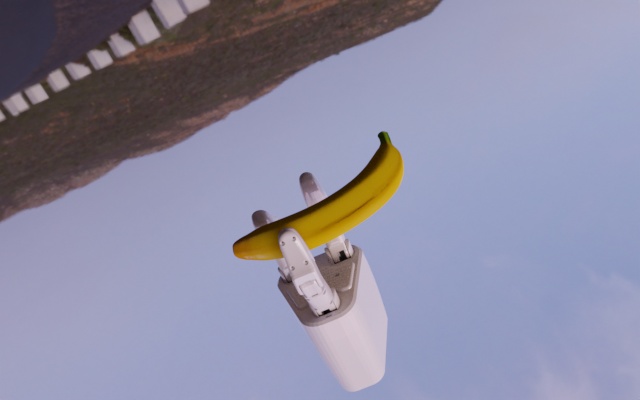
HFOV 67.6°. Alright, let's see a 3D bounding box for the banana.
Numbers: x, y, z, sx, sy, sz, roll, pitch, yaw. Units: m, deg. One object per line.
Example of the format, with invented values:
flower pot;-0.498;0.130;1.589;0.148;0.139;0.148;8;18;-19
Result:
banana;0.012;0.005;0.445;0.197;0.037;0.069;-36;32;-17
